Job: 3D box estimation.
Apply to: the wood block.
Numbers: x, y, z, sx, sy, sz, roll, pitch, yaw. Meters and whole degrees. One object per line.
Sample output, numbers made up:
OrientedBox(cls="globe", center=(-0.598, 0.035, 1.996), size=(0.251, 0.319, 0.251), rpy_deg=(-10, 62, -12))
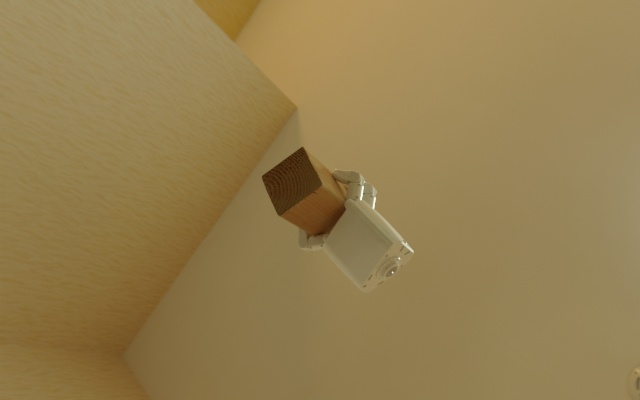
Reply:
OrientedBox(cls="wood block", center=(0.000, 0.003, 0.845), size=(0.091, 0.090, 0.206), rpy_deg=(-35, -33, 13))
